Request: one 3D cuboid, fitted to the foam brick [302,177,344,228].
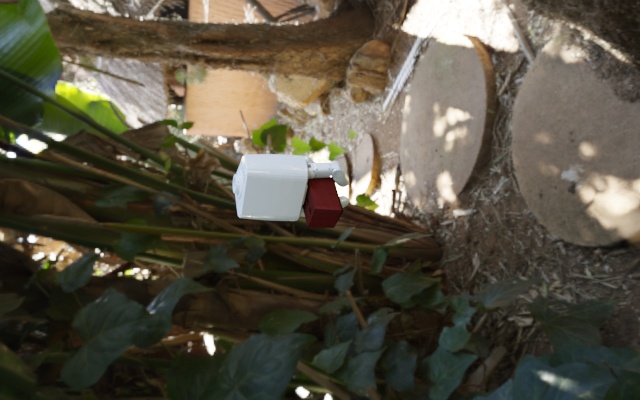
[{"bbox_3d":[0.000,0.003,0.826,0.051,0.078,0.053,2,-41,-21],"label":"foam brick"}]
